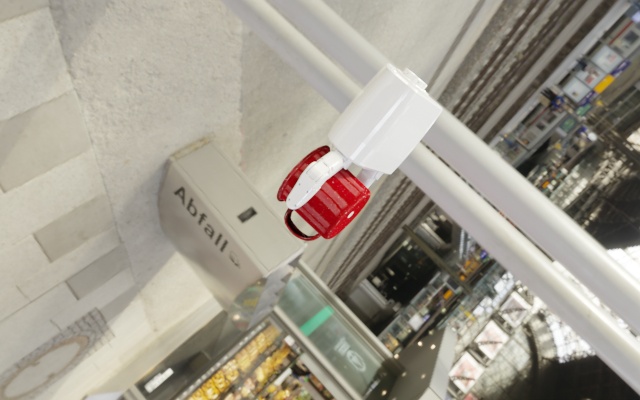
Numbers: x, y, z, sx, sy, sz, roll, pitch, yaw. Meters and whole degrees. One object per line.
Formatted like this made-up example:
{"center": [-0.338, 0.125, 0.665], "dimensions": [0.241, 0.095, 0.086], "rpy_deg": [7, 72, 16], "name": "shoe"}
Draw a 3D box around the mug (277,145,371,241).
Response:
{"center": [-0.001, 0.003, 0.592], "dimensions": [0.081, 0.117, 0.093], "rpy_deg": [44, 21, 12], "name": "mug"}
